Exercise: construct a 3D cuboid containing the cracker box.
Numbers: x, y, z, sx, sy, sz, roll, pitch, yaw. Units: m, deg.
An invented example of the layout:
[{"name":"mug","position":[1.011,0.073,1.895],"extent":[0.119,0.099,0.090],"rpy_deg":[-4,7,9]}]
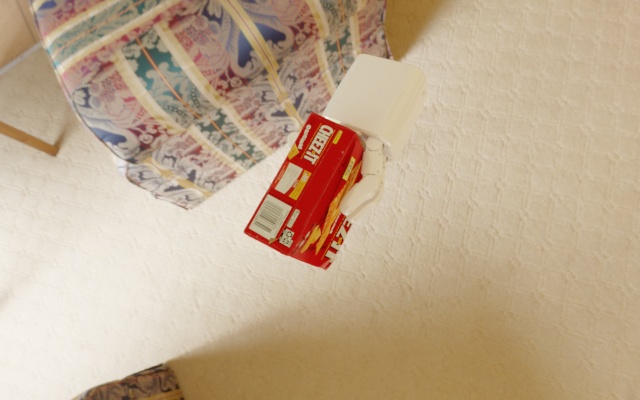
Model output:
[{"name":"cracker box","position":[0.000,0.002,0.638],"extent":[0.072,0.164,0.214],"rpy_deg":[27,-5,17]}]
